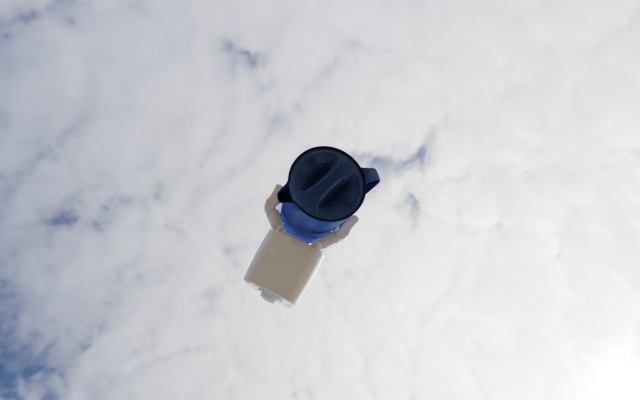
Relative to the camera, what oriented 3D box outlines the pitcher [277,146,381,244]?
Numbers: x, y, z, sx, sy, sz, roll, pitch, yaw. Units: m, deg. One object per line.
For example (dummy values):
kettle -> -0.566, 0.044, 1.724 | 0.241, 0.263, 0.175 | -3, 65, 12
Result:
pitcher -> 0.000, 0.003, 0.892 | 0.149, 0.145, 0.243 | 28, -20, -2
